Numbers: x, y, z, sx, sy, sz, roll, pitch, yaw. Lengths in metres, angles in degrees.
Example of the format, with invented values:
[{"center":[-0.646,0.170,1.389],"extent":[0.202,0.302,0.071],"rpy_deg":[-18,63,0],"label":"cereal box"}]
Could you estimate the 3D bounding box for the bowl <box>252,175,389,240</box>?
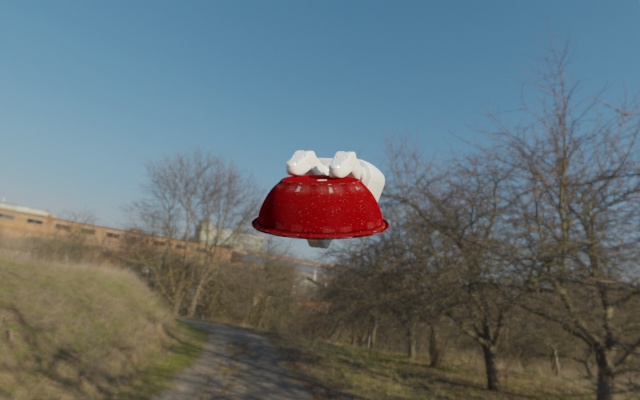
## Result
[{"center":[0.000,0.002,0.559],"extent":[0.162,0.055,0.162],"rpy_deg":[1,9,0],"label":"bowl"}]
